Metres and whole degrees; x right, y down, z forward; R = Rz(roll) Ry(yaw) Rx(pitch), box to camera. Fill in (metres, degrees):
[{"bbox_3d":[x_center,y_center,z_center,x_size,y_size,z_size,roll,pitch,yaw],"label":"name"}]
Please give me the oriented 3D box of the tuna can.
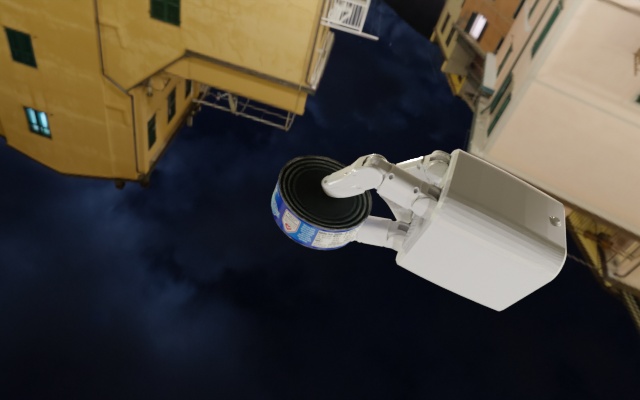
[{"bbox_3d":[0.000,0.002,0.427,0.086,0.086,0.034,0,-40,-24],"label":"tuna can"}]
